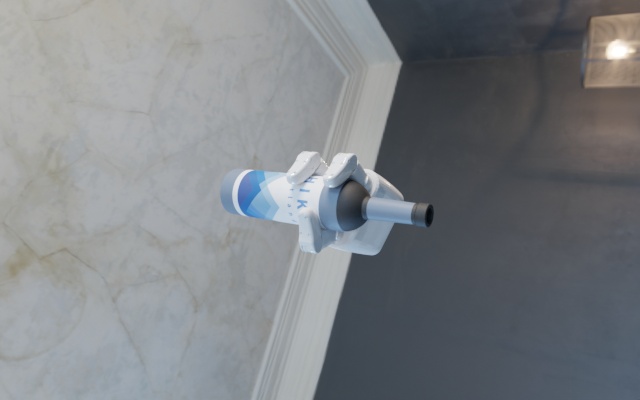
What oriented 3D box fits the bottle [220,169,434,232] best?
[{"bbox_3d":[0.000,0.002,0.616,0.295,0.069,0.069,7,4,33],"label":"bottle"}]
